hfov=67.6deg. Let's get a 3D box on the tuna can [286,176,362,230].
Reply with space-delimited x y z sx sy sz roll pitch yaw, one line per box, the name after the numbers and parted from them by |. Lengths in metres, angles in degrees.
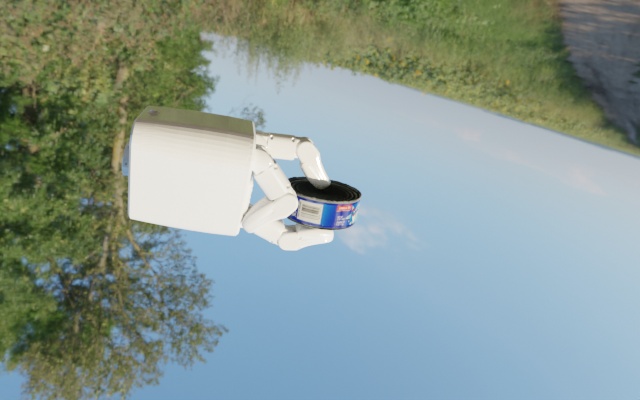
0.000 0.002 0.524 0.086 0.034 0.086 9 17 -3 | tuna can
